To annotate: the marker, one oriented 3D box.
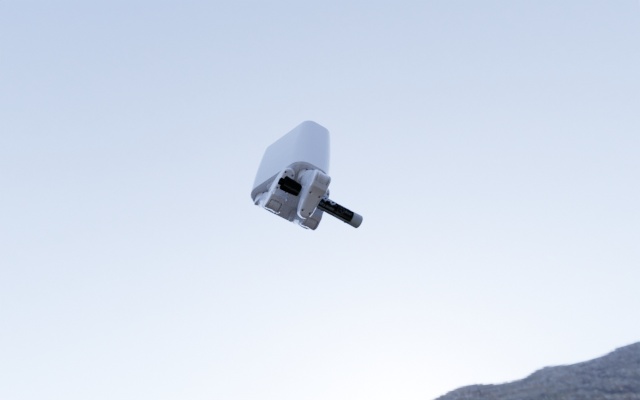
[{"bbox_3d":[0.000,0.002,0.604,0.121,0.020,0.020,28,-10,-19],"label":"marker"}]
